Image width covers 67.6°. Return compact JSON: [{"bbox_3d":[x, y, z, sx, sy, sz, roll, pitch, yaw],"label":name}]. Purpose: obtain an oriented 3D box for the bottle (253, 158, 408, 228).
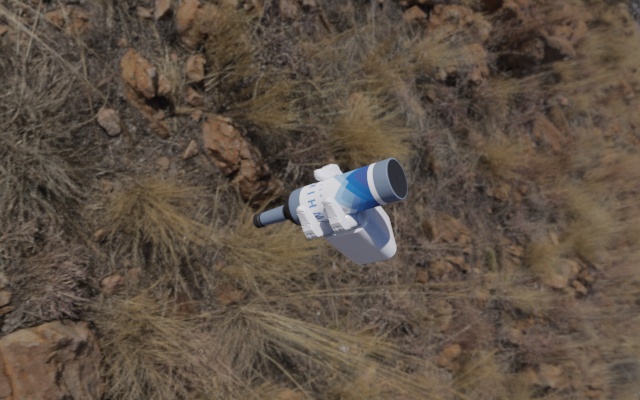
[{"bbox_3d":[0.000,0.003,0.808,0.296,0.069,0.069,-17,-10,34],"label":"bottle"}]
